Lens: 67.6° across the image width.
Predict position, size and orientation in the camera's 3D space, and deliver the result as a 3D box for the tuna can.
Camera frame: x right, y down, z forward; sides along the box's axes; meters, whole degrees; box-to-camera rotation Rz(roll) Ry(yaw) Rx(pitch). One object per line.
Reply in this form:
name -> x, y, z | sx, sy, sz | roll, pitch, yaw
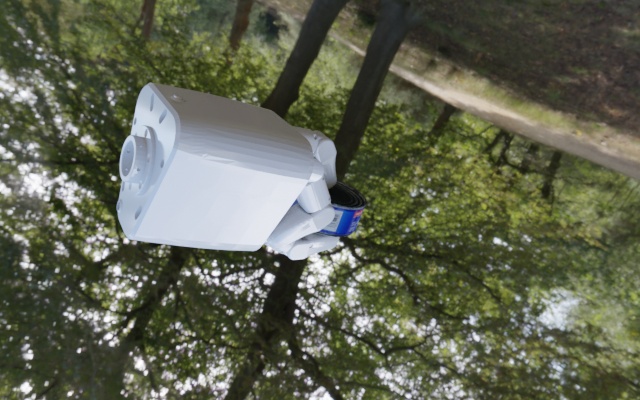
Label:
tuna can -> 0.000, 0.002, 0.473 | 0.086, 0.034, 0.086 | 18, 18, -6
